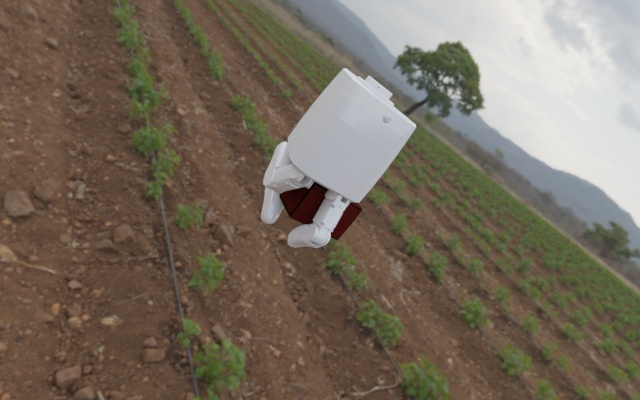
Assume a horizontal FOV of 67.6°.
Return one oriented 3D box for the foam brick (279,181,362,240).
[{"bbox_3d":[0.000,0.002,0.566,0.078,0.051,0.053,28,18,-34],"label":"foam brick"}]
